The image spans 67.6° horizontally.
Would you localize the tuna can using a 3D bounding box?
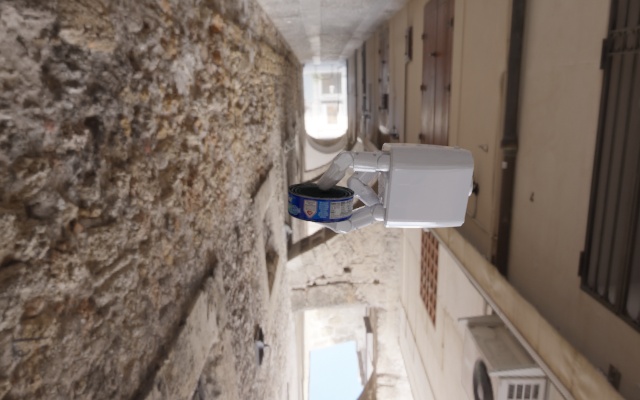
[{"bbox_3d":[0.000,0.003,0.619,0.086,0.034,0.086,4,13,-1],"label":"tuna can"}]
